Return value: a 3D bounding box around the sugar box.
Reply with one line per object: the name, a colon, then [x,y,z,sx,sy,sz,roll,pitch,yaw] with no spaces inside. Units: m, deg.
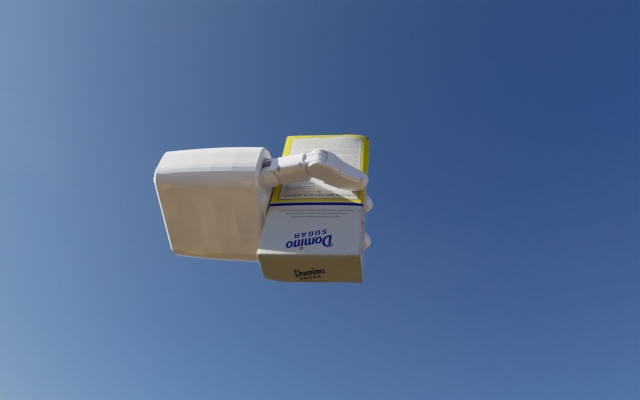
sugar box: [0.000,0.002,0.481,0.093,0.176,0.048,0,-45,9]
